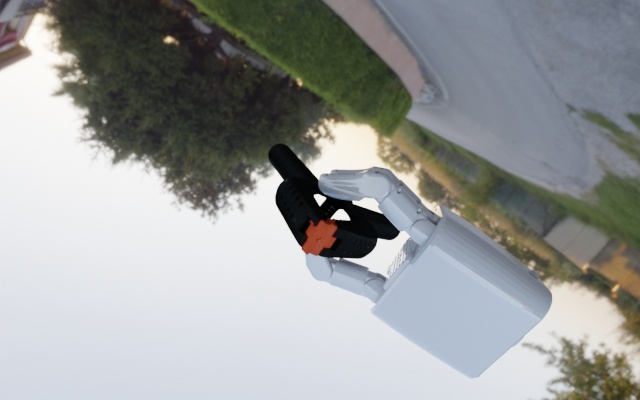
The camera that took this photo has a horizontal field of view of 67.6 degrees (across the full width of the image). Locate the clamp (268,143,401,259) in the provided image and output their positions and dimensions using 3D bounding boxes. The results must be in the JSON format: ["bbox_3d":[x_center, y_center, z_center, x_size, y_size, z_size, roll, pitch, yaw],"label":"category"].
[{"bbox_3d":[0.000,0.002,0.431,0.164,0.036,0.210,34,12,5],"label":"clamp"}]
